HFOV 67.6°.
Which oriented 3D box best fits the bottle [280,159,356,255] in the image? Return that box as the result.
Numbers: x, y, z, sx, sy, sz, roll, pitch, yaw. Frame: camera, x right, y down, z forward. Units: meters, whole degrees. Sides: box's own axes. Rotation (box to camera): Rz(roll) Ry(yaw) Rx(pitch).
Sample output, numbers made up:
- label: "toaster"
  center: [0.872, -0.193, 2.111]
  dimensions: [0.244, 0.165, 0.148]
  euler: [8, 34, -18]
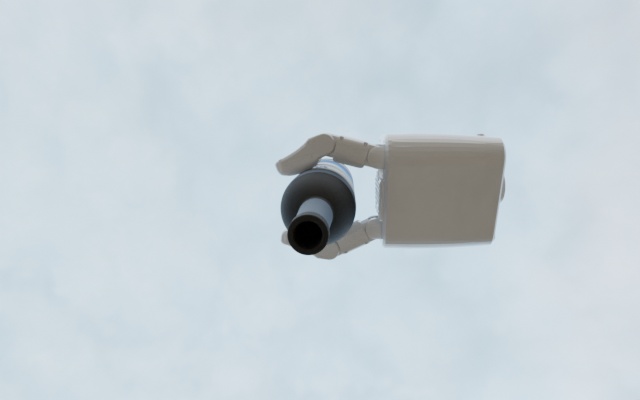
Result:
- label: "bottle"
  center: [0.000, 0.001, 0.454]
  dimensions: [0.069, 0.069, 0.295]
  euler: [0, 8, 3]
